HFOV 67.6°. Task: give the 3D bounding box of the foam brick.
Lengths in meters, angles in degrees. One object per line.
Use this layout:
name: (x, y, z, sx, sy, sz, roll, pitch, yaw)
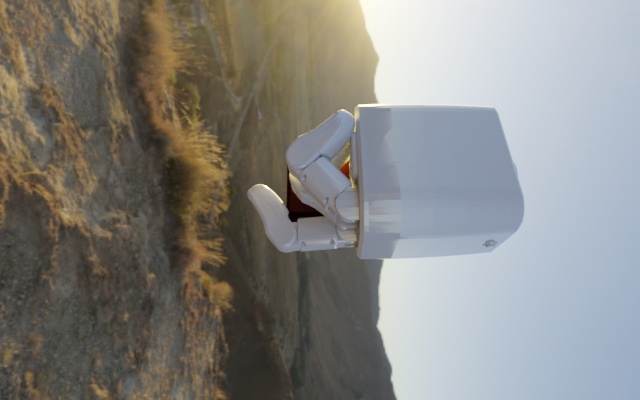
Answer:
foam brick: (0.000, 0.001, 0.415, 0.051, 0.053, 0.078, -1, -20, 2)
